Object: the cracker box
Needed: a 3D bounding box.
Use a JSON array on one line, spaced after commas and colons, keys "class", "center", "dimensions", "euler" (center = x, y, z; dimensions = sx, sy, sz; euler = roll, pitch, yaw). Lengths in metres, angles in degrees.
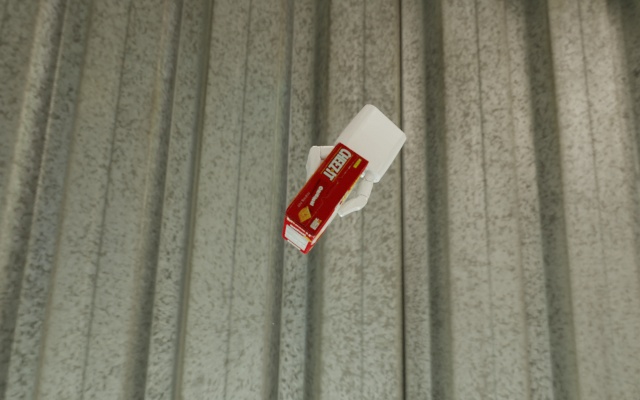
[{"class": "cracker box", "center": [0.000, 0.003, 0.893], "dimensions": [0.072, 0.164, 0.214], "euler": [35, -15, 4]}]
